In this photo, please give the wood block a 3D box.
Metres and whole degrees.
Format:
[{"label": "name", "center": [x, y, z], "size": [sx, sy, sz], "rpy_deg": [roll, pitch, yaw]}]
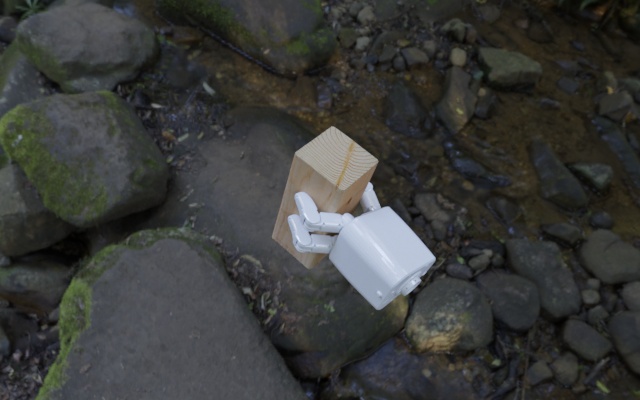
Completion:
[{"label": "wood block", "center": [0.001, 0.002, 0.737], "size": [0.090, 0.206, 0.090], "rpy_deg": [39, 51, 15]}]
